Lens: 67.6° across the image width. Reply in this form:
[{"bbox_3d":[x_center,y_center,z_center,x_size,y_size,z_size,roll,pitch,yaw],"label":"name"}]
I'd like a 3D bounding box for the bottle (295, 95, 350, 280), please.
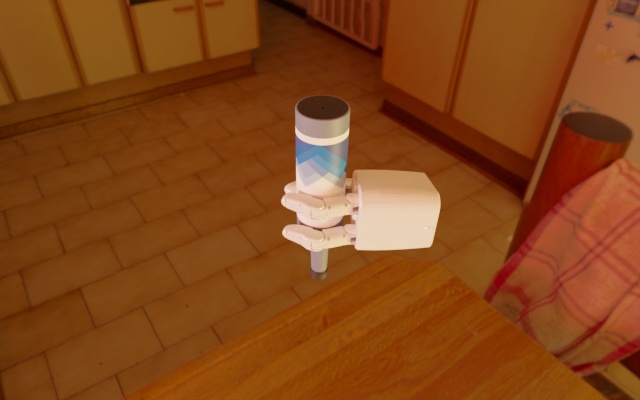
[{"bbox_3d":[0.000,0.002,0.667,0.069,0.296,0.069,1,39,-1],"label":"bottle"}]
